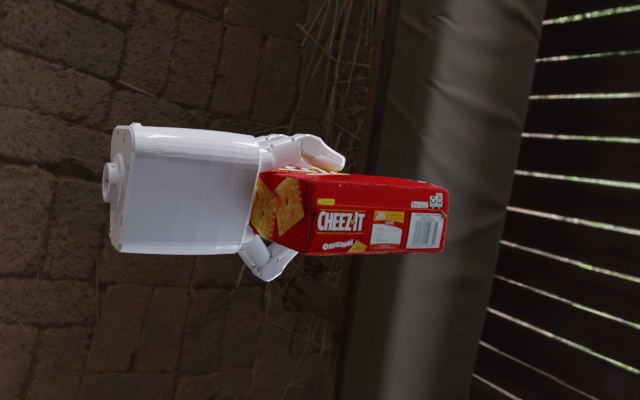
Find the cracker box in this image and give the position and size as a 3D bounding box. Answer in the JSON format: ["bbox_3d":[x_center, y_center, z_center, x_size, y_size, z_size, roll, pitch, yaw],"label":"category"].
[{"bbox_3d":[0.000,0.002,0.507,0.164,0.072,0.213,2,7,-34],"label":"cracker box"}]
